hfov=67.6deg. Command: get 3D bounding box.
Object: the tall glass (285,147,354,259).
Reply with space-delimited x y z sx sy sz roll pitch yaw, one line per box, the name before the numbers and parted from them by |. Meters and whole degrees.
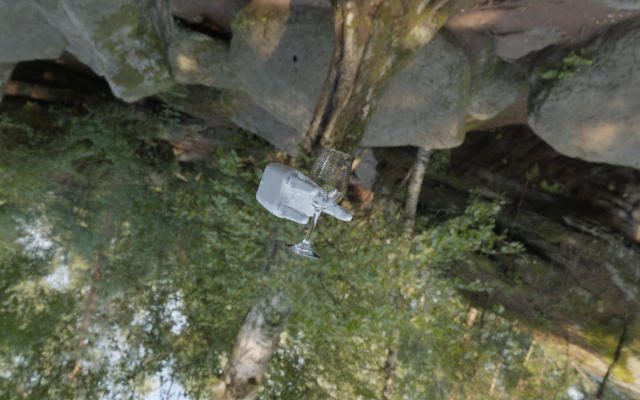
tall glass | 0.000 0.004 0.900 0.079 0.201 0.079 20 4 -1
